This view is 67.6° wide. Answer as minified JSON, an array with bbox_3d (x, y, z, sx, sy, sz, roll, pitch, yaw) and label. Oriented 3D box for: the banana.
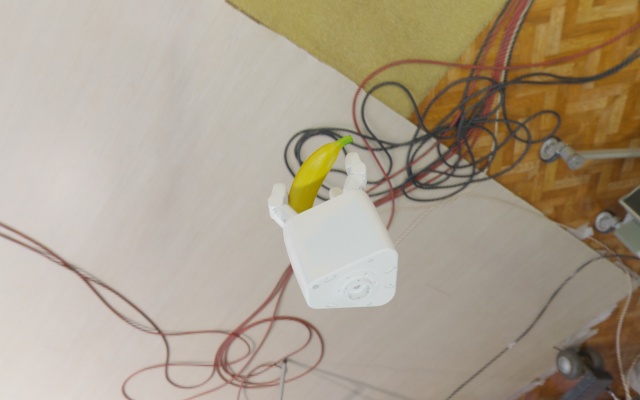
[{"bbox_3d":[-0.015,-0.002,0.661,0.069,0.198,0.037,4,35,-31],"label":"banana"}]
